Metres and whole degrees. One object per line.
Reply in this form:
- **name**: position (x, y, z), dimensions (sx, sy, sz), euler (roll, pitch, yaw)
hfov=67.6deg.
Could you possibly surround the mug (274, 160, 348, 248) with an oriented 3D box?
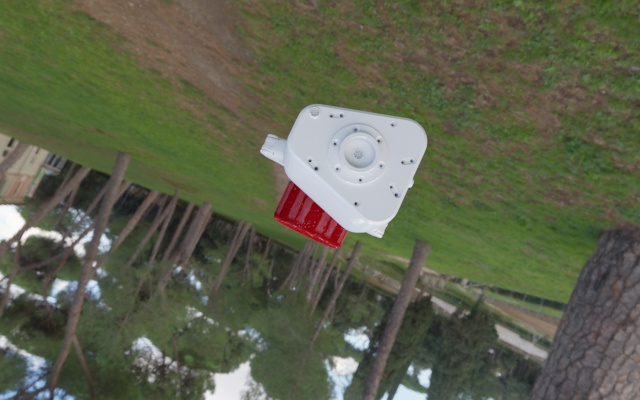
- **mug**: position (0.000, 0.002, 0.538), dimensions (0.093, 0.081, 0.117), euler (26, -7, 0)
